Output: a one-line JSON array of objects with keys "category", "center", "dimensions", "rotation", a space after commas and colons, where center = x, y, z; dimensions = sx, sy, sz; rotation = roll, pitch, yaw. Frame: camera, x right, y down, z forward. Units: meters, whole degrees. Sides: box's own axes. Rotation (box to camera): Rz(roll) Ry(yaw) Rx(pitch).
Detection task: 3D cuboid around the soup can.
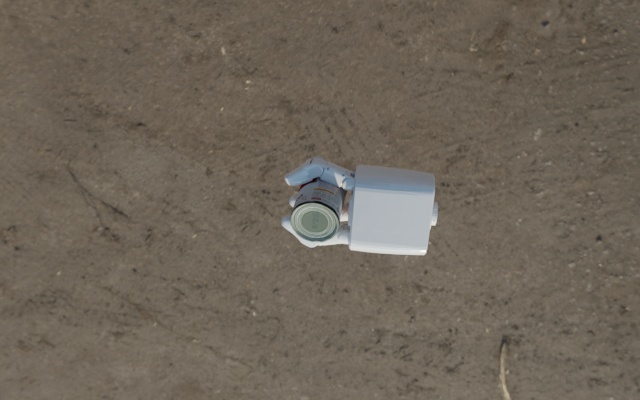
[{"category": "soup can", "center": [0.000, 0.002, 0.661], "dimensions": [0.068, 0.068, 0.102], "rotation": [0, 34, 10]}]
